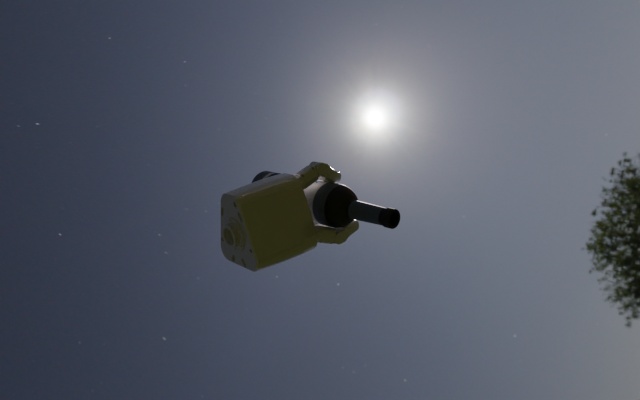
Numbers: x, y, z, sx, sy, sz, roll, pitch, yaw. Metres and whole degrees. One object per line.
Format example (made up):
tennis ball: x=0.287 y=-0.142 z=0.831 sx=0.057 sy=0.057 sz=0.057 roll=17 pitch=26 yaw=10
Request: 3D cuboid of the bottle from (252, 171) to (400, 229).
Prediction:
bottle: x=0.000 y=0.002 z=0.746 sx=0.069 sy=0.069 sz=0.295 roll=0 pitch=9 yaw=-43
